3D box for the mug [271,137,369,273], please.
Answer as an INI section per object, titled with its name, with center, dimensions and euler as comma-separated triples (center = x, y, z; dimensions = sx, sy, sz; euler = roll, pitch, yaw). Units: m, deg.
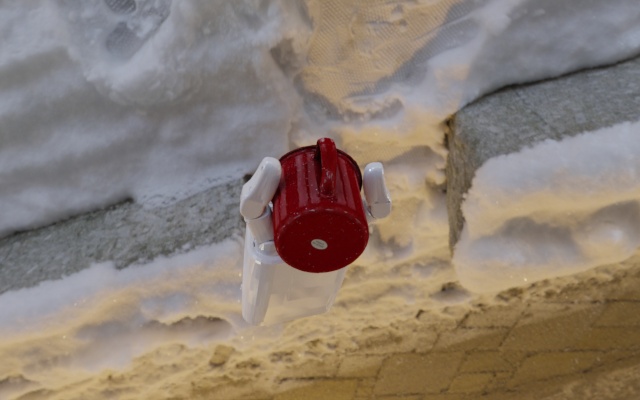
[mug]
center = 0.000, 0.000, 0.422
dimensions = 0.093, 0.117, 0.081
euler = 4, 39, -10
